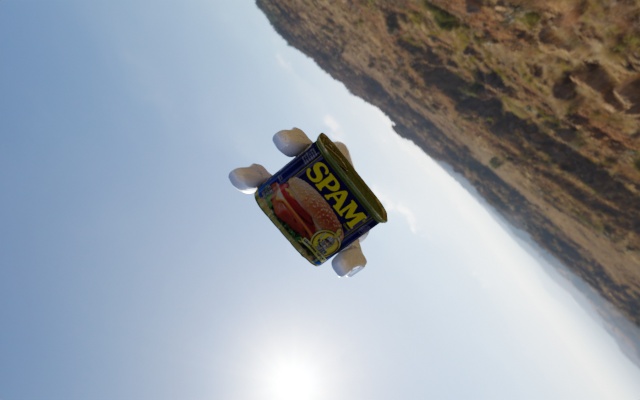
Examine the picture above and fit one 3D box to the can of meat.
[{"bbox_3d":[0.000,0.002,0.456,0.084,0.102,0.057,-37,10,14],"label":"can of meat"}]
